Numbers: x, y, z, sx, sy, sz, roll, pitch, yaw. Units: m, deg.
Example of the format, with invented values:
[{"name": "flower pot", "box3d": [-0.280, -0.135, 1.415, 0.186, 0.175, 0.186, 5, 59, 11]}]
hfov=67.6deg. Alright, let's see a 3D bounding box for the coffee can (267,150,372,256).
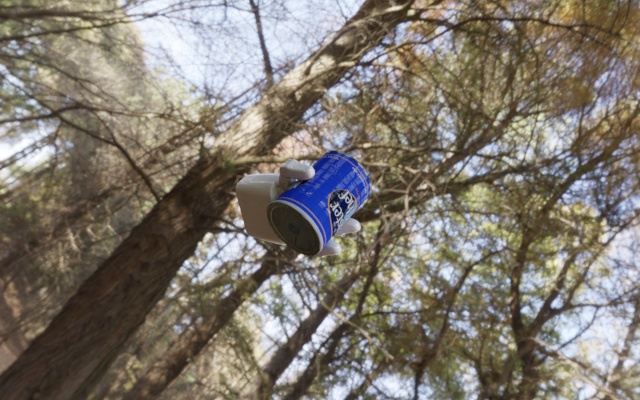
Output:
[{"name": "coffee can", "box3d": [0.000, 0.002, 0.744, 0.103, 0.103, 0.140, 0, 36, 47]}]
